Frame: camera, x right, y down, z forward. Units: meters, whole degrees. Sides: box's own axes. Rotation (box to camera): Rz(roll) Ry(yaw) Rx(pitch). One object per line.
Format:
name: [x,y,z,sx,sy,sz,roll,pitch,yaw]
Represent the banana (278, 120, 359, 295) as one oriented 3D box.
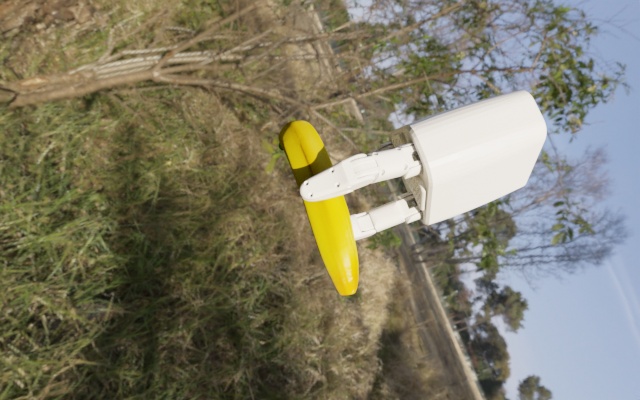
banana: [-0.003,-0.012,0.431,0.037,0.197,0.070,-18,-38,-5]
